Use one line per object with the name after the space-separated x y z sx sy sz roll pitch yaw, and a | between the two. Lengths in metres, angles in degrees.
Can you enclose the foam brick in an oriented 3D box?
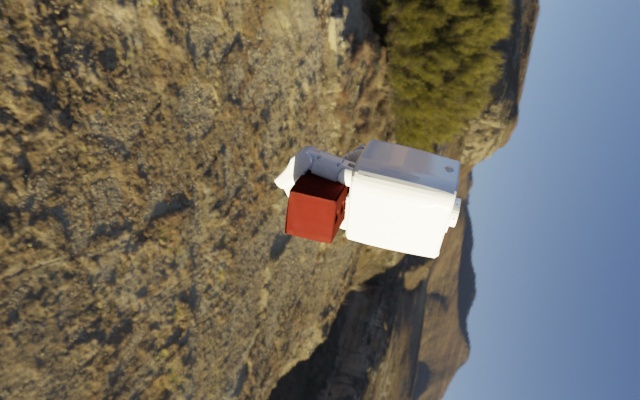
0.000 0.002 0.516 0.051 0.053 0.078 14 30 11 | foam brick
